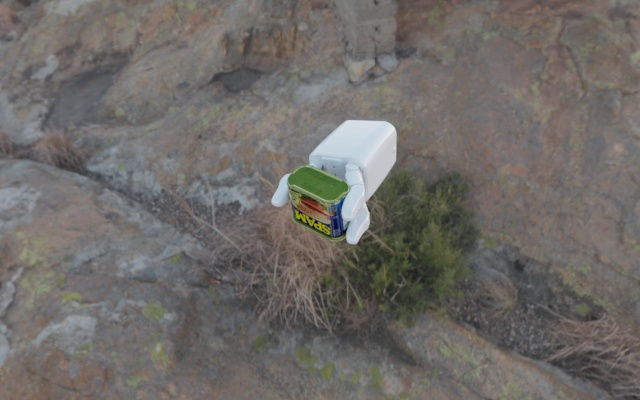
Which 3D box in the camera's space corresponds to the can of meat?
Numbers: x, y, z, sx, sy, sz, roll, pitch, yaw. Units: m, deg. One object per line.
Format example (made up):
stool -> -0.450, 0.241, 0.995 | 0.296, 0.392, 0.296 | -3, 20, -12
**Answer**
can of meat -> 0.000, 0.002, 0.723 | 0.102, 0.084, 0.057 | 26, 55, 29
